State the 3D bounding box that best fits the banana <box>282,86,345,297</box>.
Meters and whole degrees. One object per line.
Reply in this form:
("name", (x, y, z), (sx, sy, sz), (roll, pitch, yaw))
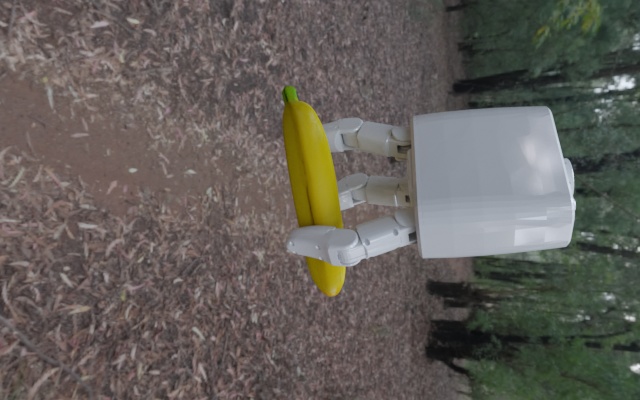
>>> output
("banana", (-0.001, 0.003, 0.404), (0.037, 0.198, 0.069), (-8, 16, 5))
